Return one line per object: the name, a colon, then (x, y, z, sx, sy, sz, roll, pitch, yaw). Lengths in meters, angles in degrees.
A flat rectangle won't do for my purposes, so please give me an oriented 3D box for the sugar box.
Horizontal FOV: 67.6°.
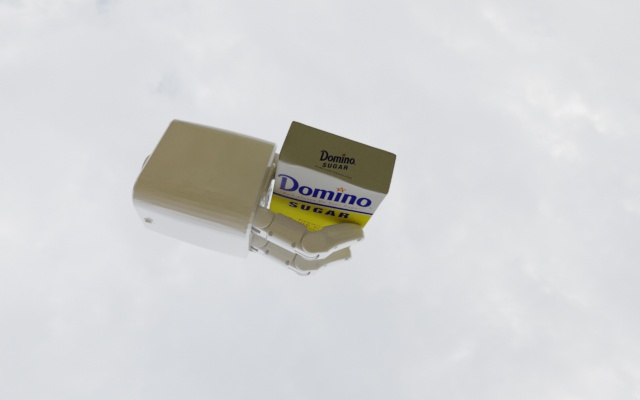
sugar box: (0.000, 0.002, 0.454, 0.093, 0.048, 0.176, 18, -24, -2)
